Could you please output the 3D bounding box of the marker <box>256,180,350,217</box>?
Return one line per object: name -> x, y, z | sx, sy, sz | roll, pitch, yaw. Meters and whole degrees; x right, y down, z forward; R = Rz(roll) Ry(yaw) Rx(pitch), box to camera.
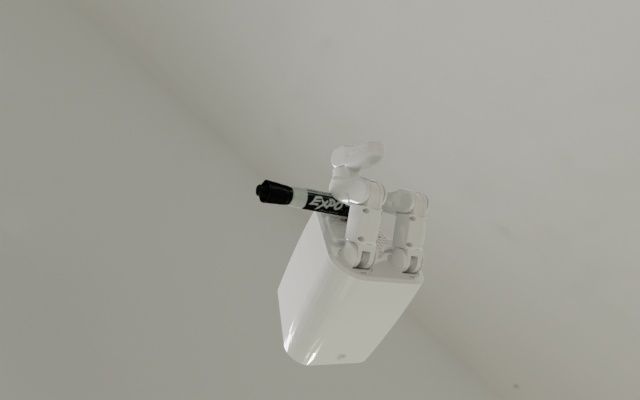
marker -> 0.000, 0.001, 0.410 | 0.121, 0.020, 0.020 | 11, -6, -34
